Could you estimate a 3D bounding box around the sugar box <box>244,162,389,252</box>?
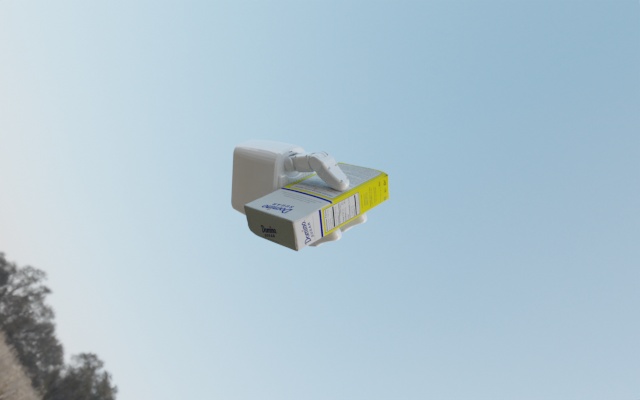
[{"bbox_3d":[0.000,0.002,0.615,0.093,0.048,0.176,16,34,43],"label":"sugar box"}]
